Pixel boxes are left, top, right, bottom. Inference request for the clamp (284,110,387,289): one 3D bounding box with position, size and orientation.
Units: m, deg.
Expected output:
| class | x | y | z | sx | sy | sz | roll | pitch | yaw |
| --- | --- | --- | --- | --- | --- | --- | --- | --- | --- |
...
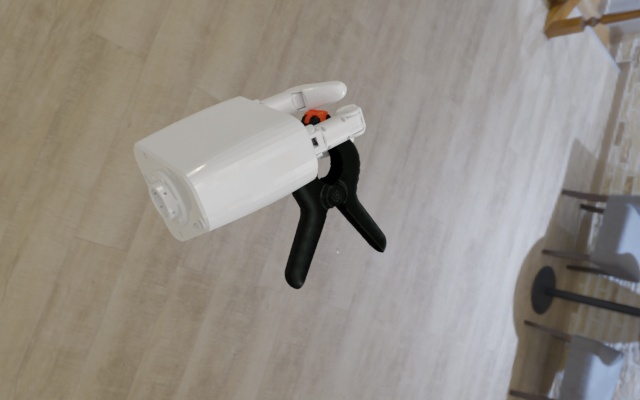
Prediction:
| class | x | y | z | sx | sy | sz | roll | pitch | yaw |
| --- | --- | --- | --- | --- | --- | --- | --- | --- | --- |
| clamp | 0.000 | 0.001 | 0.465 | 0.120 | 0.171 | 0.039 | -30 | 23 | -30 |
